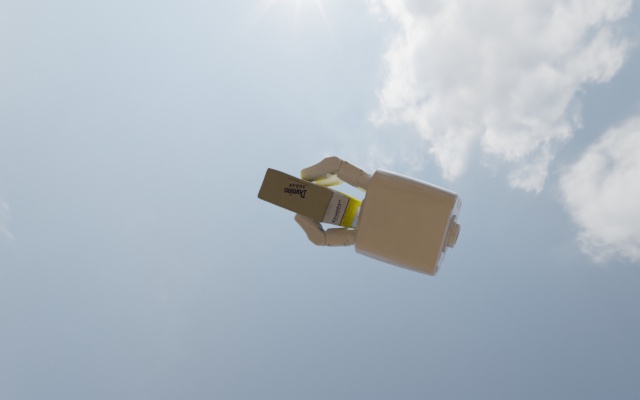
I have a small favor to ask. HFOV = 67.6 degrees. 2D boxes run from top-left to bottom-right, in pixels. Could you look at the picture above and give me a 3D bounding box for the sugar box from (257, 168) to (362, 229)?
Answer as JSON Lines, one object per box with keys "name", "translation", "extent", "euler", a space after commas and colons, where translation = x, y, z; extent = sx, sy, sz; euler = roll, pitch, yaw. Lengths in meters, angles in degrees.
{"name": "sugar box", "translation": [0.000, 0.002, 0.634], "extent": [0.093, 0.048, 0.176], "euler": [21, -1, 21]}
